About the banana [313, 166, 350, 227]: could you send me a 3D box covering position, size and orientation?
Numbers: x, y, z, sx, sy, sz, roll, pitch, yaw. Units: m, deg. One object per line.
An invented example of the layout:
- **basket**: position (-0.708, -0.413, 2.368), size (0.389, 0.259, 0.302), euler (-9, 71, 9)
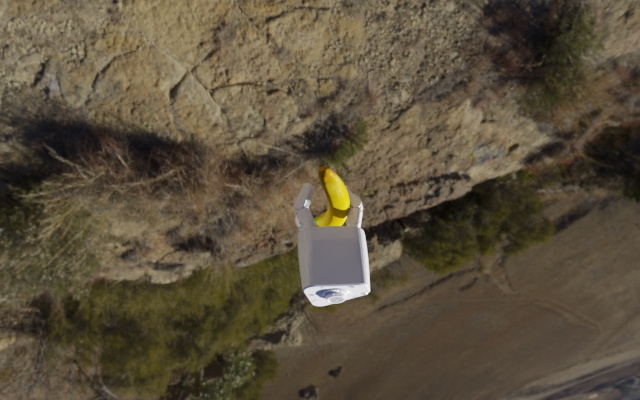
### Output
- **banana**: position (0.018, 0.008, 0.838), size (0.069, 0.037, 0.198), euler (11, -31, -2)
